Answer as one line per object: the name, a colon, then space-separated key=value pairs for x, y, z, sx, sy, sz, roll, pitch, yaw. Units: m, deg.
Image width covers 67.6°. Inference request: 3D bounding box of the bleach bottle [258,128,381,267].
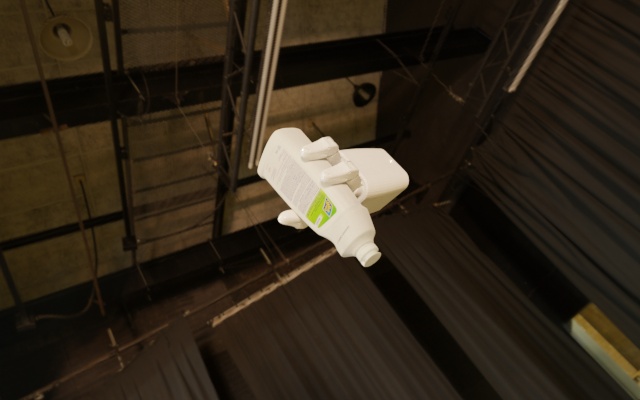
bleach bottle: x=0.000 y=0.002 z=0.717 sx=0.068 sy=0.103 sz=0.250 roll=-11 pitch=50 yaw=-39
